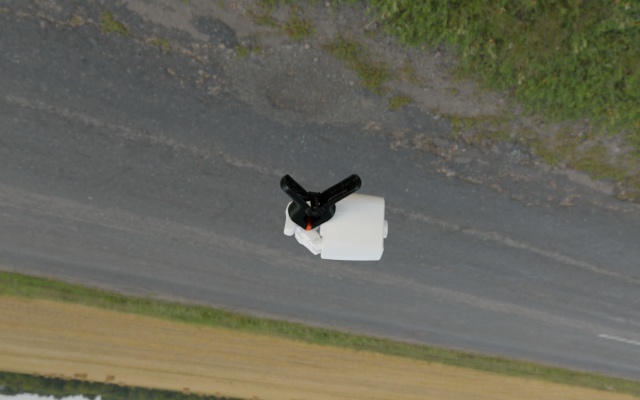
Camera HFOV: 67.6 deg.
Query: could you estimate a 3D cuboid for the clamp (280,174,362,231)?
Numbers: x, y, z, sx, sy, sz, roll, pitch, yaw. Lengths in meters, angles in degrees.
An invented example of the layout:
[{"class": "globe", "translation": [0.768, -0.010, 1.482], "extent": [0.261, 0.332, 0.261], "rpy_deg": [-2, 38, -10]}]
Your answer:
[{"class": "clamp", "translation": [0.000, 0.003, 0.761], "extent": [0.120, 0.039, 0.171], "rpy_deg": [1, -23, -1]}]
